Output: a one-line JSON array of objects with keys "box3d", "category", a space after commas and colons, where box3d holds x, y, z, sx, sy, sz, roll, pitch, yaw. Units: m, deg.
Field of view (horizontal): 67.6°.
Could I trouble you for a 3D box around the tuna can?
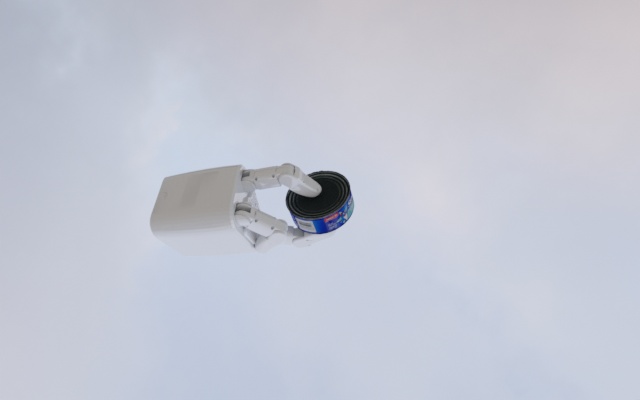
[{"box3d": [0.000, 0.002, 0.618, 0.086, 0.086, 0.034, 0, -43, 19], "category": "tuna can"}]
